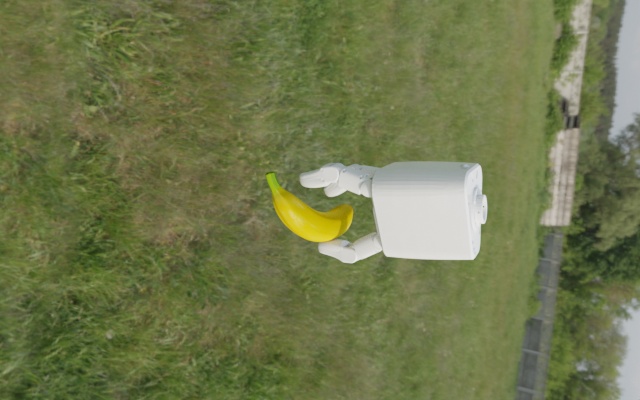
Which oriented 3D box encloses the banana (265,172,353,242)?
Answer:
[{"bbox_3d":[-0.002,0.019,0.610,0.037,0.069,0.198,-5,-15,29],"label":"banana"}]
